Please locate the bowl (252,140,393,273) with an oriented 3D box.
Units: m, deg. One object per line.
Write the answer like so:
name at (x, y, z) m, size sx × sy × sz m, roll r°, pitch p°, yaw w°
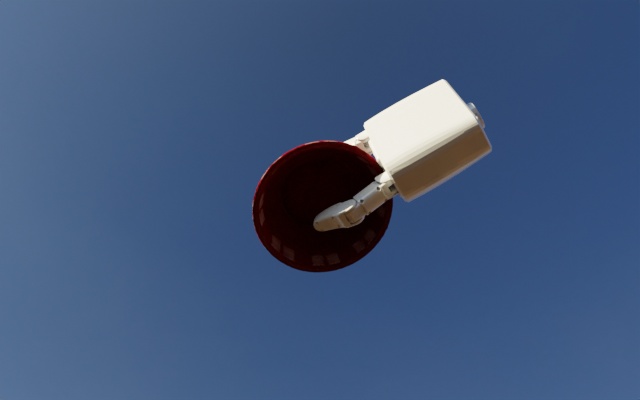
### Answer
bowl at (-0.001, 0.002, 0.563) m, size 0.162 × 0.162 × 0.055 m, roll 0°, pitch 22°, yaw -11°
